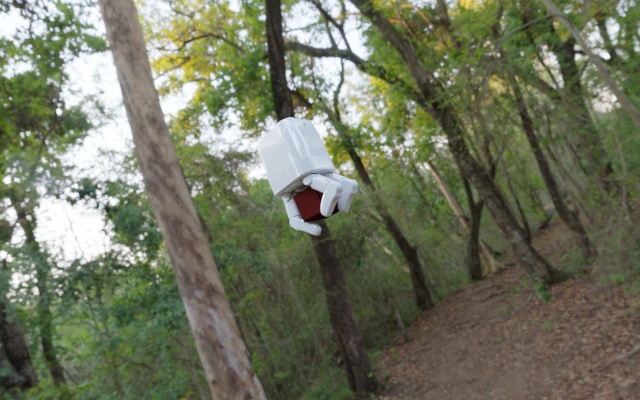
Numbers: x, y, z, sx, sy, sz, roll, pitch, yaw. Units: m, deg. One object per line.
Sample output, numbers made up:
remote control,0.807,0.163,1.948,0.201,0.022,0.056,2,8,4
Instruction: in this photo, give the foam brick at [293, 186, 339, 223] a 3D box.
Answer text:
foam brick,0.000,0.003,0.855,0.053,0.051,0.078,-30,-12,29
